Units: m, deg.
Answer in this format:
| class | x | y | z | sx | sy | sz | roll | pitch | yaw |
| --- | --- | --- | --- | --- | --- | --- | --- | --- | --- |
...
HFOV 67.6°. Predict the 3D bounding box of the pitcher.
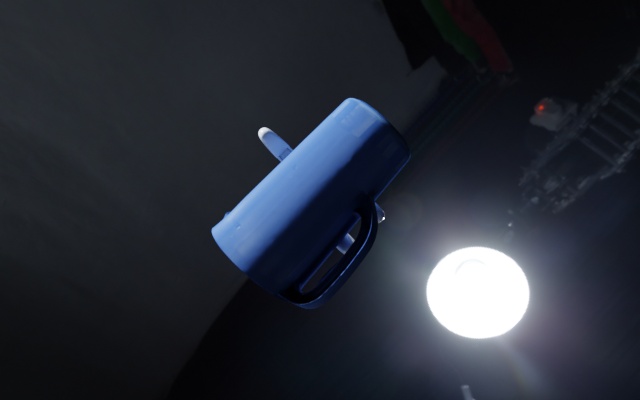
| class | x | y | z | sx | sy | sz | roll | pitch | yaw |
| --- | --- | --- | --- | --- | --- | --- | --- | --- | --- |
| pitcher | 0.000 | 0.002 | 0.585 | 0.149 | 0.243 | 0.145 | 43 | 2 | -9 |
